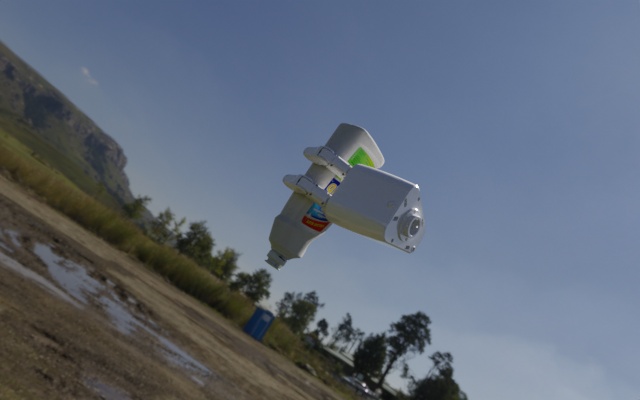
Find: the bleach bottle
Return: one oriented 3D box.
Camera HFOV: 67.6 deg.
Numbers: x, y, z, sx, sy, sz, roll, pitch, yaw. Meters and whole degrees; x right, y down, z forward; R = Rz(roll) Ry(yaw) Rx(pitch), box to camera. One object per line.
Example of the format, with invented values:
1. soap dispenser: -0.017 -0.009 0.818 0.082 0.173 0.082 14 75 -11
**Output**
1. bleach bottle: 0.000 0.002 0.753 0.068 0.250 0.103 23 -18 40
